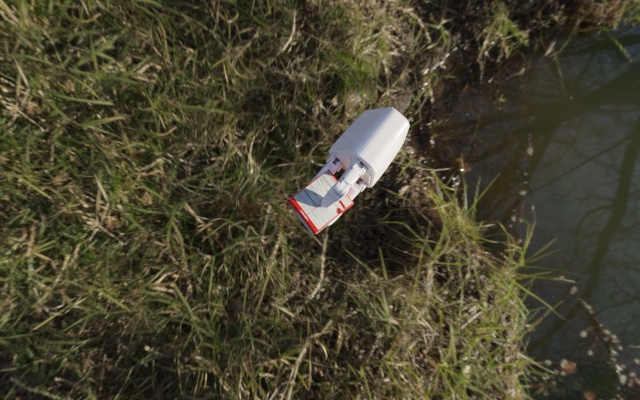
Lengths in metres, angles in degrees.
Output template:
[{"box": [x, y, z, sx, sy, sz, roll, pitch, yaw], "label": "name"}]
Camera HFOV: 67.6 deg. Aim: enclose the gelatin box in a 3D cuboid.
[{"box": [0.000, 0.003, 0.805, 0.089, 0.073, 0.030, -38, 3, -16], "label": "gelatin box"}]
